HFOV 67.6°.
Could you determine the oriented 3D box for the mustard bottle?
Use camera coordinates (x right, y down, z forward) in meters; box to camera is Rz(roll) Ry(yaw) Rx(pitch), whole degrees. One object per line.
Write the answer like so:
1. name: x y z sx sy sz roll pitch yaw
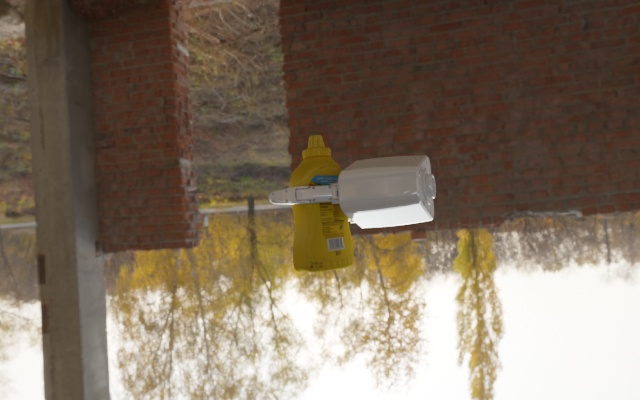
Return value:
1. mustard bottle: 0.000 0.003 0.680 0.096 0.191 0.058 -1 -4 -43
